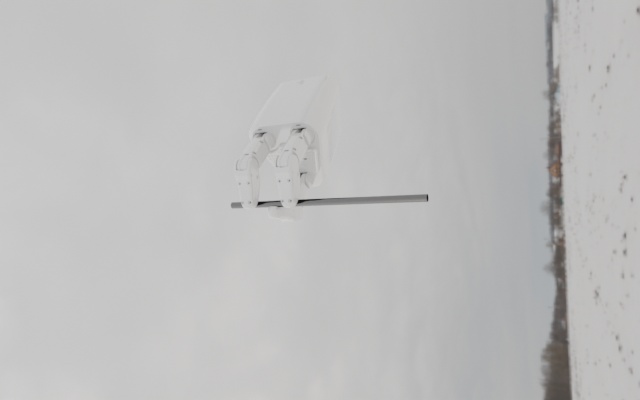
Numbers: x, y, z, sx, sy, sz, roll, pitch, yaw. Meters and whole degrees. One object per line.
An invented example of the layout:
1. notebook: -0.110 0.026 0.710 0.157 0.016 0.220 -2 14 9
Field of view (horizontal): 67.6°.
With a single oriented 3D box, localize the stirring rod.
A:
1. stirring rod: 0.000 0.002 0.535 0.239 0.011 0.011 -2 -1 26
